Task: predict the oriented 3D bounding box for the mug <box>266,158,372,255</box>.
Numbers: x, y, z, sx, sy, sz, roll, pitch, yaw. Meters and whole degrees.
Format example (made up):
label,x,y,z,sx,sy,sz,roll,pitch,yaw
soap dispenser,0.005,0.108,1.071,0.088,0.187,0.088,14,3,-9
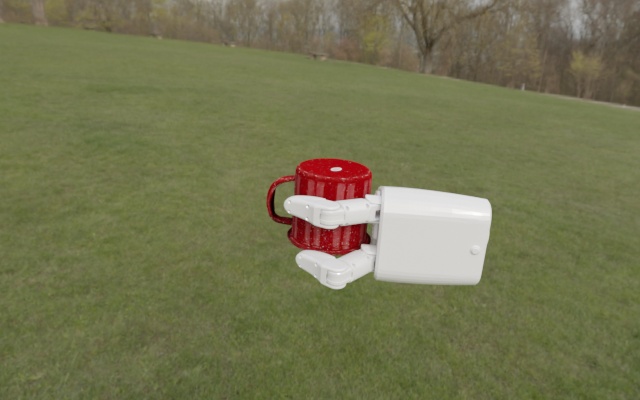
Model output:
label,x,y,z,sx,sy,sz,roll,pitch,yaw
mug,-0.001,0.001,0.517,0.117,0.081,0.093,5,20,3
